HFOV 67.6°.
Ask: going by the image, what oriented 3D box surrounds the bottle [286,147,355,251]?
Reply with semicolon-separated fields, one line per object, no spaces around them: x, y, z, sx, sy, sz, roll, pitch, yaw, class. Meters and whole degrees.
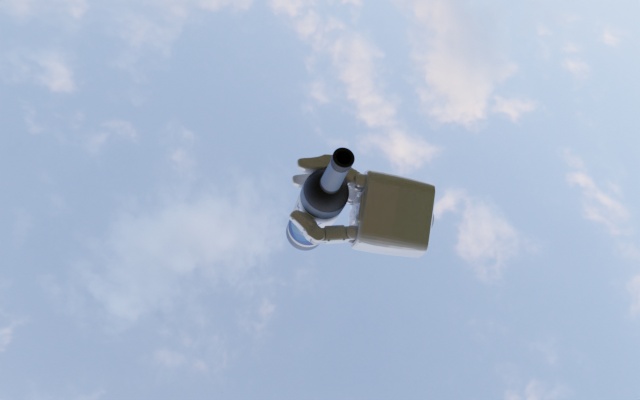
0.000;0.002;0.702;0.069;0.069;0.296;0;-21;-12;bottle
